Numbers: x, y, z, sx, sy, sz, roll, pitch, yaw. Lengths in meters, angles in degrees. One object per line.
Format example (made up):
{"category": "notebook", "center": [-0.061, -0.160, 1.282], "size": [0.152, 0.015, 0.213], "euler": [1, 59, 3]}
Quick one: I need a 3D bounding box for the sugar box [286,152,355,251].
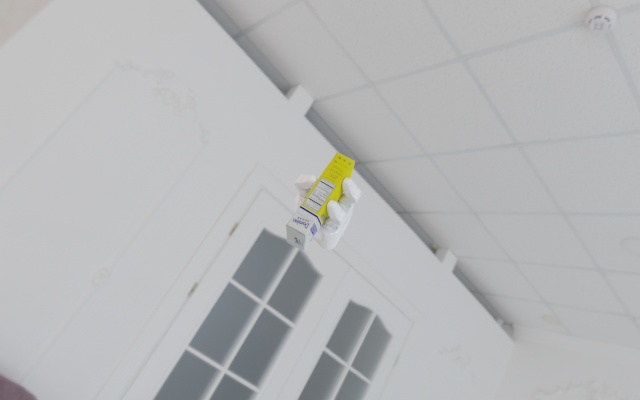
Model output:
{"category": "sugar box", "center": [0.001, 0.003, 0.891], "size": [0.048, 0.176, 0.093], "euler": [28, -22, 9]}
